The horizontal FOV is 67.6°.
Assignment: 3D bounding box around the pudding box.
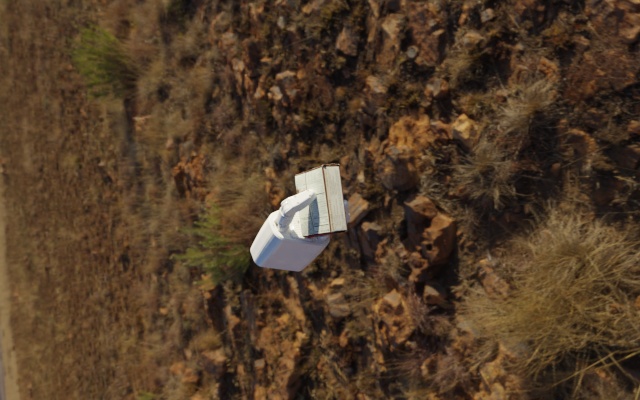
[{"bbox_3d":[0.000,0.003,0.795,0.039,0.113,0.090,-6,-4,-35],"label":"pudding box"}]
